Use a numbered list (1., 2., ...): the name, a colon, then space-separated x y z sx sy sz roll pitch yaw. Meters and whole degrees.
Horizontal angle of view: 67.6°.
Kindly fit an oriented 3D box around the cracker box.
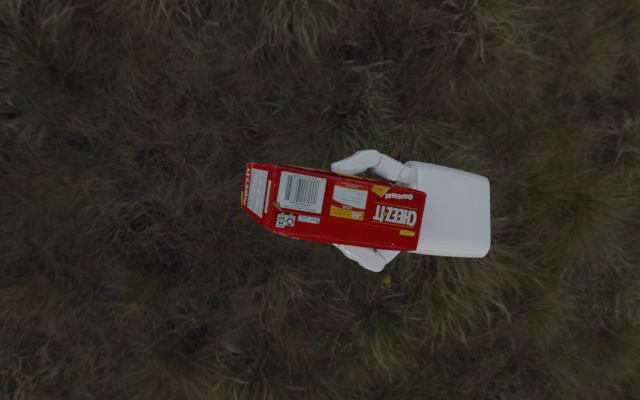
1. cracker box: 0.000 0.002 0.568 0.164 0.072 0.213 9 2 -16
